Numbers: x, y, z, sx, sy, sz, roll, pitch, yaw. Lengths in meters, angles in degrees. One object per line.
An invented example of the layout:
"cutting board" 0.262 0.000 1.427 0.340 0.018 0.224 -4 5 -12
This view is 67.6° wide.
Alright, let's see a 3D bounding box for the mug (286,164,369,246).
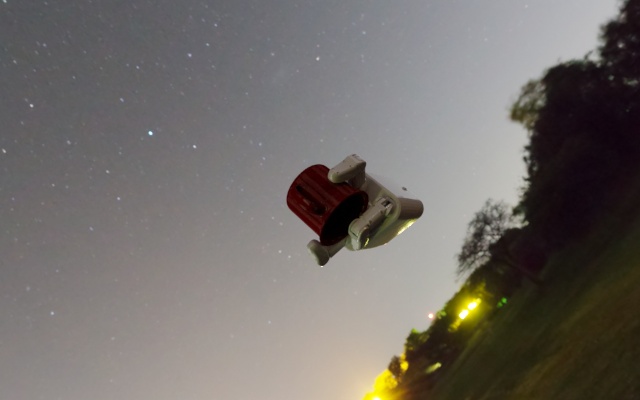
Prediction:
"mug" -0.001 0.002 0.656 0.081 0.093 0.117 40 19 28
